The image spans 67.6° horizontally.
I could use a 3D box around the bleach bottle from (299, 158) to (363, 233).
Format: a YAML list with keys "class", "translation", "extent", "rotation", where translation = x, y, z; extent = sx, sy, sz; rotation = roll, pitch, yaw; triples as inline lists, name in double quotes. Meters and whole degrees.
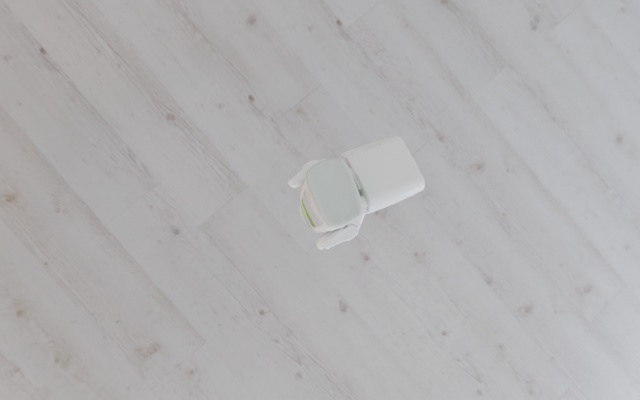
- class: "bleach bottle"
  translation: [0.000, 0.003, 0.804]
  extent: [0.068, 0.102, 0.251]
  rotation: [-21, -2, -12]
